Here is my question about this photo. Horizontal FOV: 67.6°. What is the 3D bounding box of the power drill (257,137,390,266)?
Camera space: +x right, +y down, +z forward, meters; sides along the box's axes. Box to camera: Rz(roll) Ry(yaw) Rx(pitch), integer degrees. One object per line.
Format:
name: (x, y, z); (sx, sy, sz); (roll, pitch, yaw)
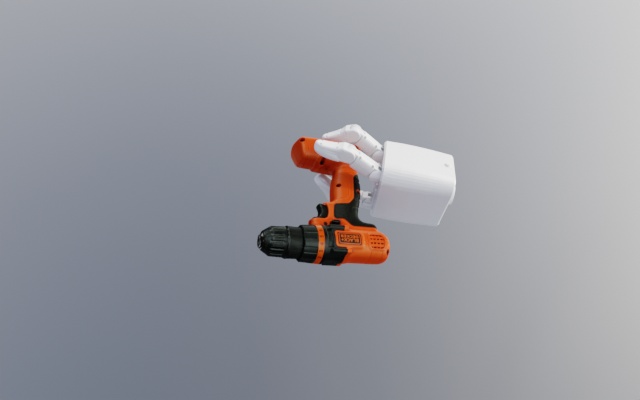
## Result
power drill: (0.000, 0.002, 0.676); (0.184, 0.187, 0.057); (7, -31, -21)
